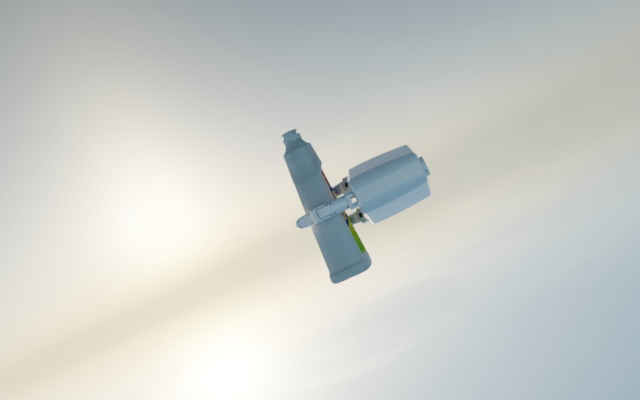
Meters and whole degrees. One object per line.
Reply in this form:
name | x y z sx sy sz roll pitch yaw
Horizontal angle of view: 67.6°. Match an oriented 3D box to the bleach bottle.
bleach bottle | 0.000 0.003 0.766 0.068 0.251 0.102 -26 -3 9
